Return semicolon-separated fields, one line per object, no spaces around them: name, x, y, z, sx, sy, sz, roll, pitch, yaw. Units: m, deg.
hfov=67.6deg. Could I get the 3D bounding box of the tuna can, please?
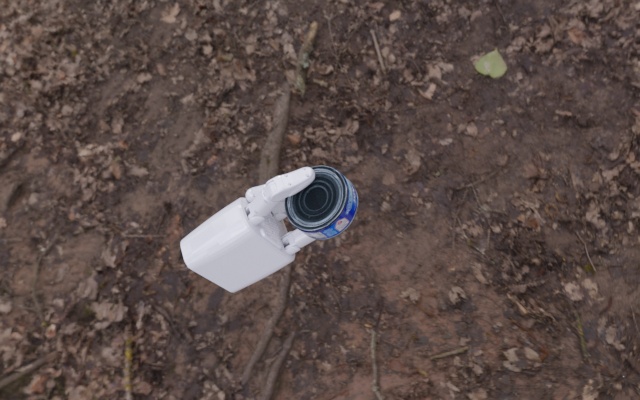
tuna can;0.000;0.002;0.575;0.086;0.086;0.034;0;-20;27
